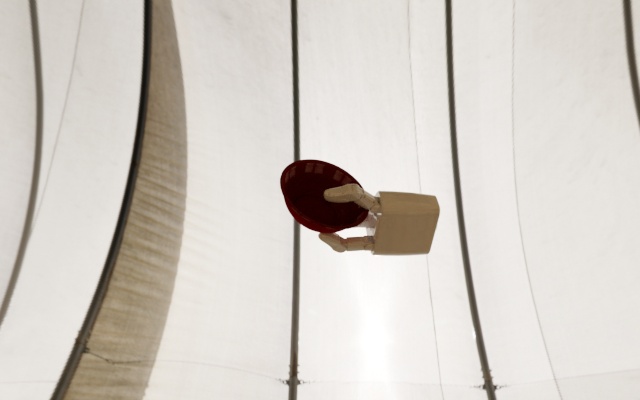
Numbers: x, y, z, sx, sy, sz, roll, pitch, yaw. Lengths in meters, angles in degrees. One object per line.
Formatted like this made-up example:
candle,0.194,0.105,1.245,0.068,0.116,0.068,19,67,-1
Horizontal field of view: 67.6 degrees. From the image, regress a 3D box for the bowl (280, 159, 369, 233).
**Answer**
bowl,-0.001,0.003,0.821,0.162,0.162,0.055,0,-42,-28
